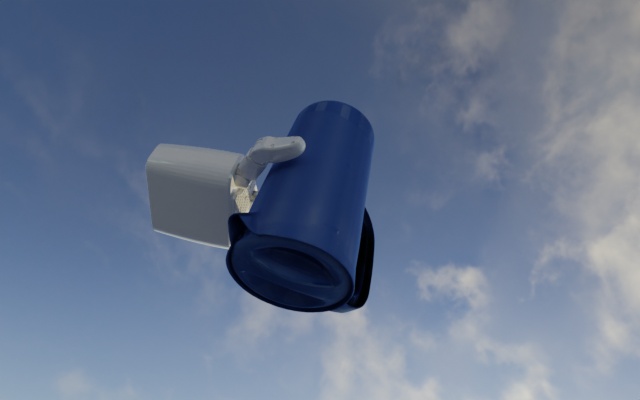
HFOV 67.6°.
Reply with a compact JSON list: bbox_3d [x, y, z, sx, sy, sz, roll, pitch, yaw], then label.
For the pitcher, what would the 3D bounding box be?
[{"bbox_3d":[0.000,0.002,0.557,0.145,0.242,0.149,9,-42,9],"label":"pitcher"}]
